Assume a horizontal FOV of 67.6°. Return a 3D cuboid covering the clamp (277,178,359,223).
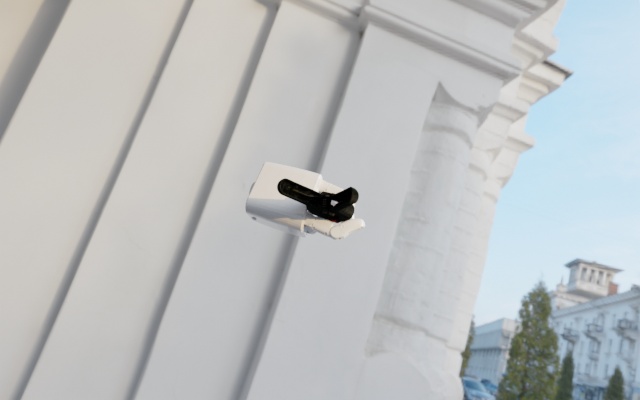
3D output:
[{"bbox_3d":[0.000,0.002,0.749,0.120,0.039,0.171,16,-14,8],"label":"clamp"}]
